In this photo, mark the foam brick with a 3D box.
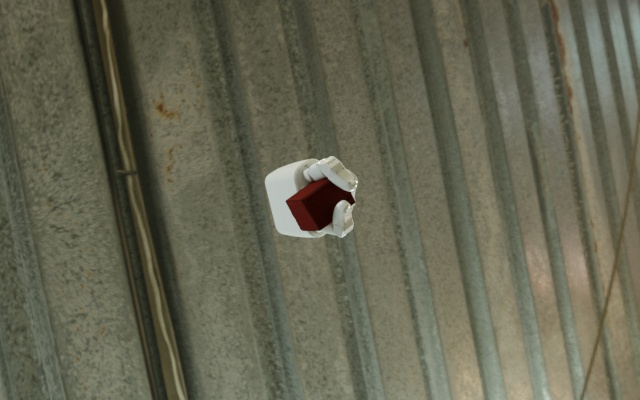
[{"bbox_3d":[0.000,0.002,0.681,0.078,0.053,0.051,-36,17,-30],"label":"foam brick"}]
